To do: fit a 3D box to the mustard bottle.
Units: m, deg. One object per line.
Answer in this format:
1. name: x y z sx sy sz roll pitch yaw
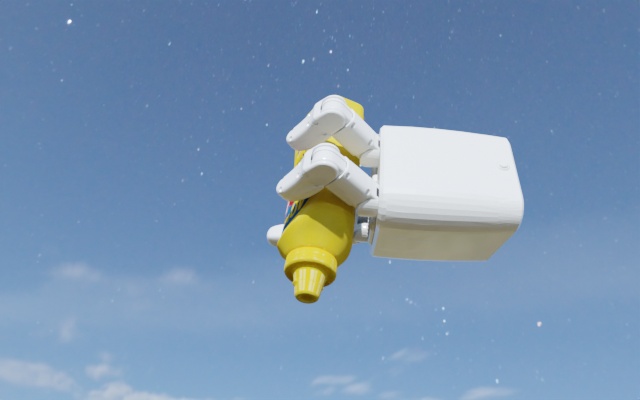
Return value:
1. mustard bottle: 0.000 0.001 0.416 0.058 0.191 0.096 21 -43 -15
